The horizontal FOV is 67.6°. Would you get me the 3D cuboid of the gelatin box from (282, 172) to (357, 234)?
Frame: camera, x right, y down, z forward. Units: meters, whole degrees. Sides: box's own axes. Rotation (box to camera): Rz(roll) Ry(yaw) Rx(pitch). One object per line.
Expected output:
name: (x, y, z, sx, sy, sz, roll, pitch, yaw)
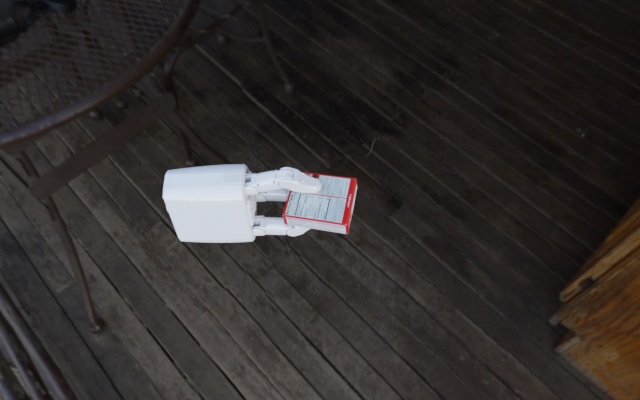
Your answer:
gelatin box: (0.000, 0.002, 0.643, 0.089, 0.073, 0.030, 7, -30, 10)
